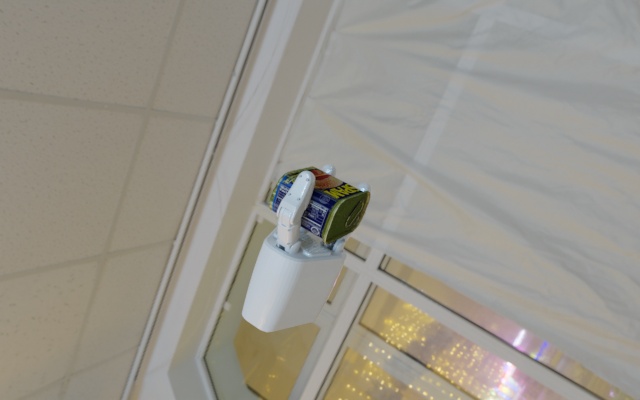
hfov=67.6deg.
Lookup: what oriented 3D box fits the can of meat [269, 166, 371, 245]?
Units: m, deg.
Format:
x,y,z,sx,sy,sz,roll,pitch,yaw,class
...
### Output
x,y,z,sx,sy,sz,roll,pitch,yaw,class
0.000,0.002,0.577,0.084,0.057,0.102,28,21,21,can of meat
